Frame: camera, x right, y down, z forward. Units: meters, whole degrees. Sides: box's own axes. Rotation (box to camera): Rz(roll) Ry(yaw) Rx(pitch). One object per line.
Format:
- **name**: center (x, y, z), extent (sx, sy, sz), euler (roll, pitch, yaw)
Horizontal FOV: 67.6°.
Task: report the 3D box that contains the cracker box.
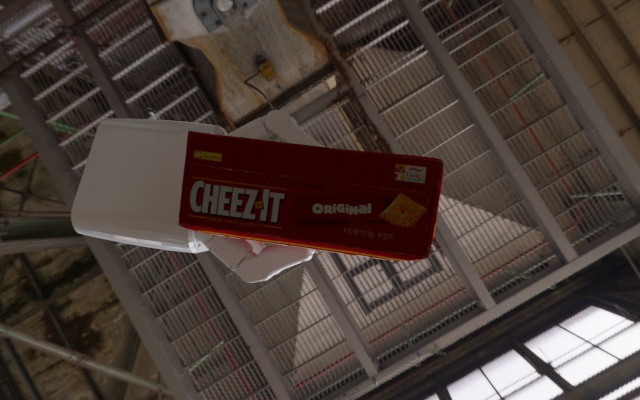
- **cracker box**: center (0.000, 0.001, 0.401), extent (0.164, 0.072, 0.214), euler (7, -1, 5)
